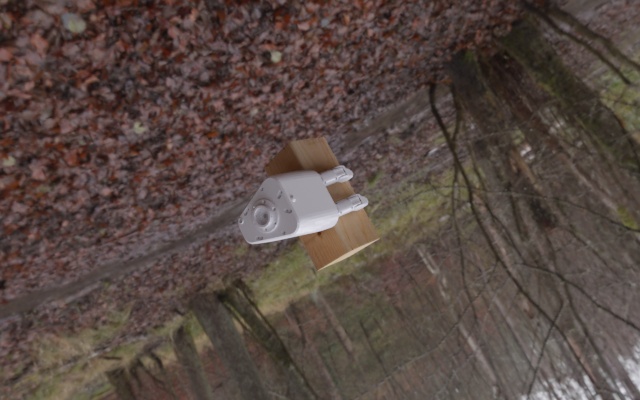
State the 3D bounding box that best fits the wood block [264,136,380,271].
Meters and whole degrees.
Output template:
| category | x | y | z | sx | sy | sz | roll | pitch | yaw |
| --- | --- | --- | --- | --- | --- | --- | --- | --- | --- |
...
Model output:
| category | x | y | z | sx | sy | sz | roll | pitch | yaw |
| --- | --- | --- | --- | --- | --- | --- | --- | --- | --- |
| wood block | 0.000 | 0.003 | 0.828 | 0.090 | 0.206 | 0.091 | -17 | -15 | -46 |
